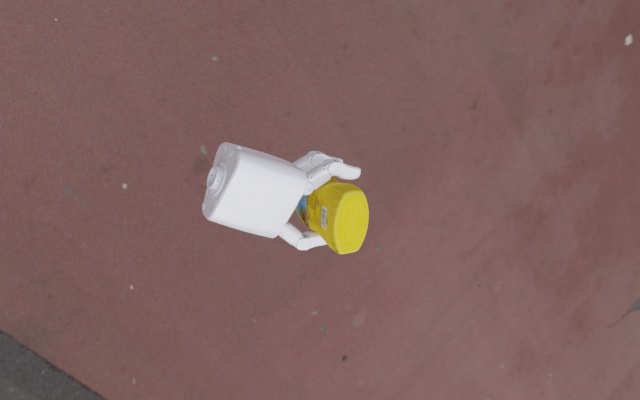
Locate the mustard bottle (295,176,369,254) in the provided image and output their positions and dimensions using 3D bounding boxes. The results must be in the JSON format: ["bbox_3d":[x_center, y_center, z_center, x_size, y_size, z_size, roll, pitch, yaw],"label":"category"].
[{"bbox_3d":[0.001,0.002,0.732,0.058,0.096,0.191,-9,22,-26],"label":"mustard bottle"}]
